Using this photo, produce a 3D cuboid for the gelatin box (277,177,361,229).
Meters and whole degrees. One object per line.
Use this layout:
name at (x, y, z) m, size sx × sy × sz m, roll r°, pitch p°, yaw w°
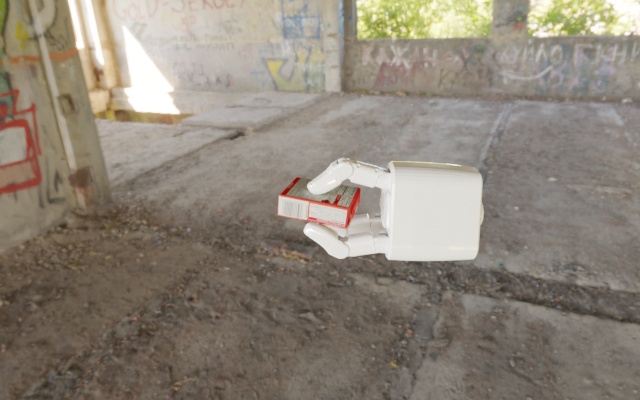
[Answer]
gelatin box at (0.000, 0.001, 0.588) m, size 0.089 × 0.030 × 0.073 m, roll 11°, pitch 23°, yaw 10°
